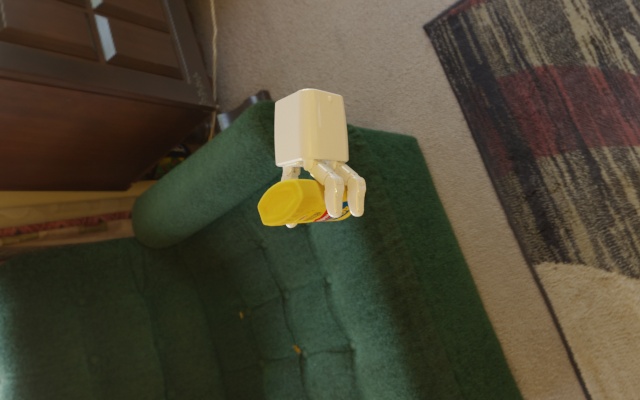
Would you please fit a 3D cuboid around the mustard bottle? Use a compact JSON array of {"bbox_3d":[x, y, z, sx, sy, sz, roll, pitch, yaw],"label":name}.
[{"bbox_3d":[0.000,0.003,0.758,0.096,0.058,0.191,-34,-21,36],"label":"mustard bottle"}]
